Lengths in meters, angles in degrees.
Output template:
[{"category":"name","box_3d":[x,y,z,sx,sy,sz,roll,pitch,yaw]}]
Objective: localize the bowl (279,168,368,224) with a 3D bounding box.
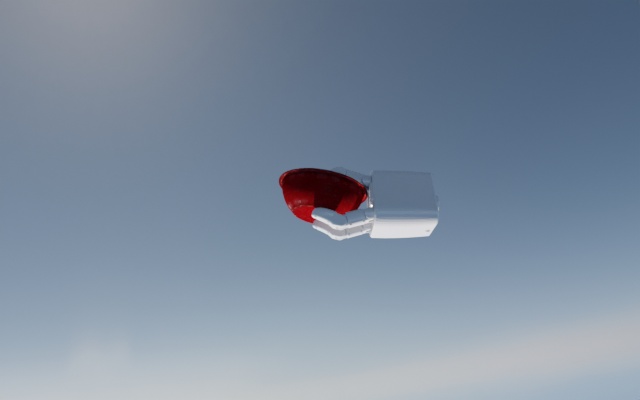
[{"category":"bowl","box_3d":[-0.001,0.003,0.842,0.162,0.055,0.162,9,-22,4]}]
